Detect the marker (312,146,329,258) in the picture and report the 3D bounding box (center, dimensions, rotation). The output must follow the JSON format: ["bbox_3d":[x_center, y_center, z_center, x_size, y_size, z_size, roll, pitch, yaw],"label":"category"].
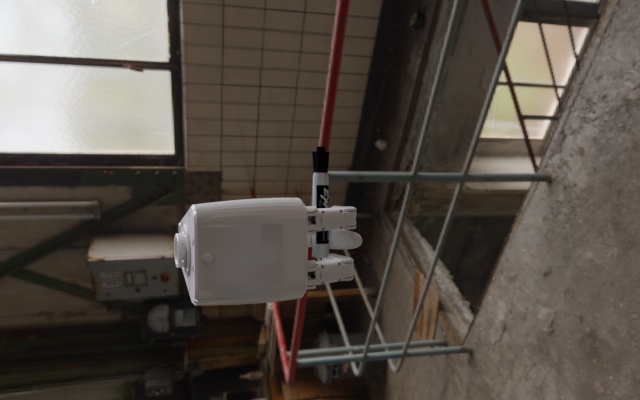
[{"bbox_3d":[0.000,0.002,0.523,0.020,0.121,0.020,0,3,0],"label":"marker"}]
